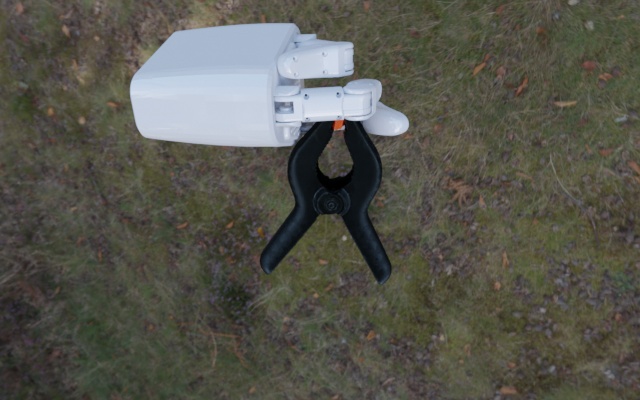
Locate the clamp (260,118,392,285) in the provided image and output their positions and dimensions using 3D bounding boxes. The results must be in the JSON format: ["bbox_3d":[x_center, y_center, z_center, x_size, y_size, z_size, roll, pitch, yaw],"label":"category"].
[{"bbox_3d":[0.000,0.001,0.411,0.120,0.171,0.039,-5,23,-1],"label":"clamp"}]
